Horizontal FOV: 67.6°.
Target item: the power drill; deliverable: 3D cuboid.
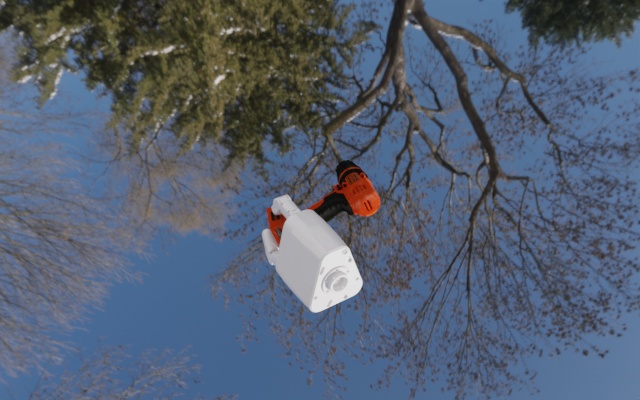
[{"bbox_3d":[0.000,0.003,0.830,0.187,0.057,0.184,-29,23,3],"label":"power drill"}]
